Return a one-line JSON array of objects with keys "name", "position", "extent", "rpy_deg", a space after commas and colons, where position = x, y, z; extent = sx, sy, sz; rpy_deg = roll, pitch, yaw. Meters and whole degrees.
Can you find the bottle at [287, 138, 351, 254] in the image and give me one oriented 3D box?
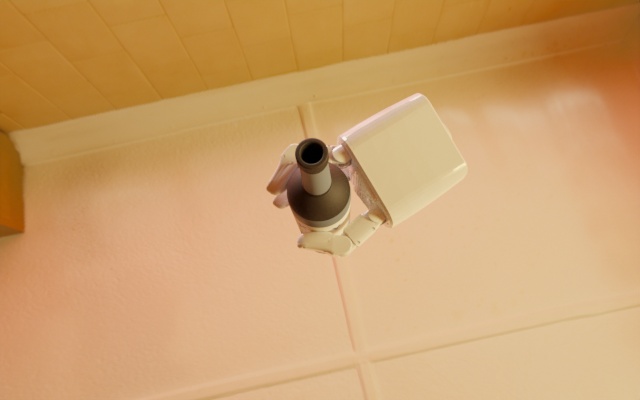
[{"name": "bottle", "position": [0.000, 0.002, 0.527], "extent": [0.069, 0.069, 0.296], "rpy_deg": [0, -16, 3]}]
